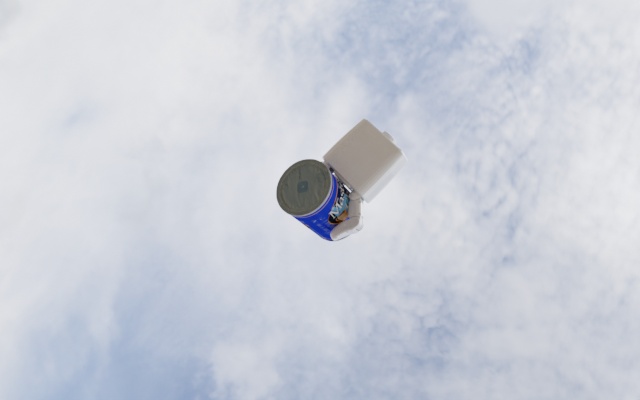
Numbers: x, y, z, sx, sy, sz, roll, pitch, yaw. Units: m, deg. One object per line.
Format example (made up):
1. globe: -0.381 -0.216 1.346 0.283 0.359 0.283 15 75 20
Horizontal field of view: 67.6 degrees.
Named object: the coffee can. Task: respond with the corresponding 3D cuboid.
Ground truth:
1. coffee can: 0.000 0.003 0.847 0.103 0.102 0.140 0 -22 27
